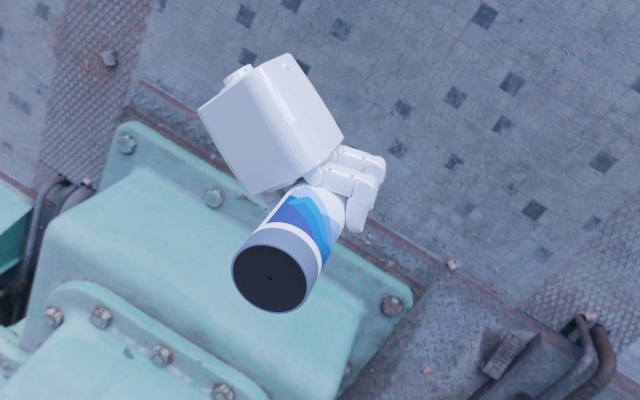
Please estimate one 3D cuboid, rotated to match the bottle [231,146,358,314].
[{"bbox_3d":[0.000,0.002,0.500,0.069,0.069,0.295,0,24,17],"label":"bottle"}]
